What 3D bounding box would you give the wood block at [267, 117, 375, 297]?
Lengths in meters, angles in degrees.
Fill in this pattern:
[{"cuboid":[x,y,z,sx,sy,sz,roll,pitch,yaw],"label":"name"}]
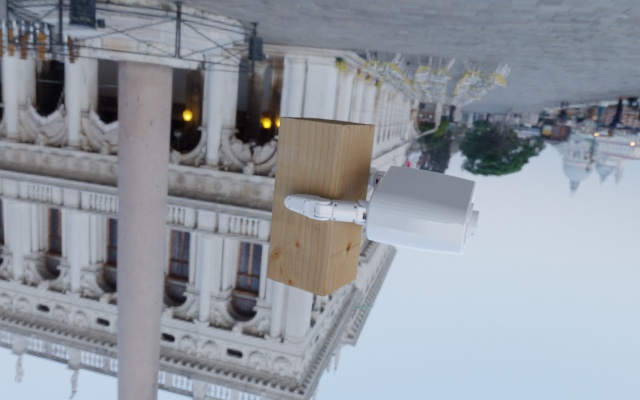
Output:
[{"cuboid":[0.000,0.002,0.606,0.090,0.206,0.091,13,13,30],"label":"wood block"}]
